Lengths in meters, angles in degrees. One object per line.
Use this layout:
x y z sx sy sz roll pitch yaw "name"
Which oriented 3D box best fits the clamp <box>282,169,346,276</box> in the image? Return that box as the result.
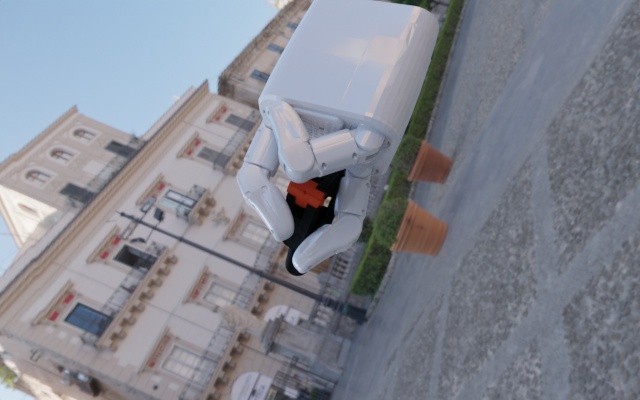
-0.001 0.001 0.427 0.039 0.120 0.171 22 -17 5 "clamp"
